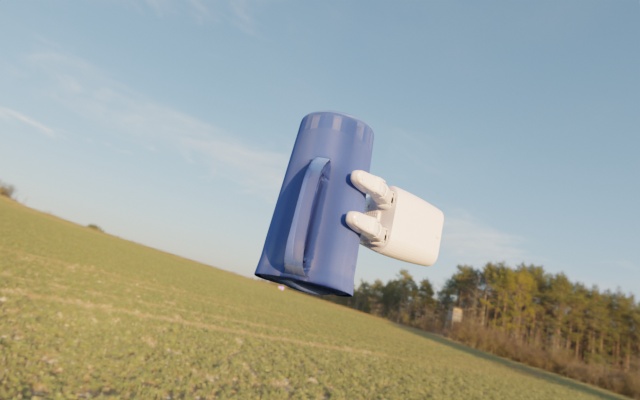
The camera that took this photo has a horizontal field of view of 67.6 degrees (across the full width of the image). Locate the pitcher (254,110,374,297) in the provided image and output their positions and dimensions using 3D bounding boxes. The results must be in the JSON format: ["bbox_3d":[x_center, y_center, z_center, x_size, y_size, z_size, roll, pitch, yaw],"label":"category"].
[{"bbox_3d":[0.000,0.002,0.648,0.145,0.242,0.149,21,-17,-32],"label":"pitcher"}]
